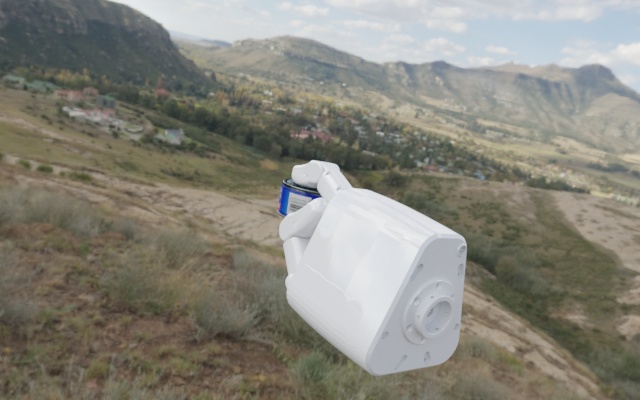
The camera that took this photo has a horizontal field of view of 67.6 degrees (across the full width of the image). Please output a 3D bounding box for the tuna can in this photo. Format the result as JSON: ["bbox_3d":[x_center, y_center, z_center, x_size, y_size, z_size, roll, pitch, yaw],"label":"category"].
[{"bbox_3d":[0.000,0.001,0.488,0.086,0.034,0.086,9,11,-2],"label":"tuna can"}]
